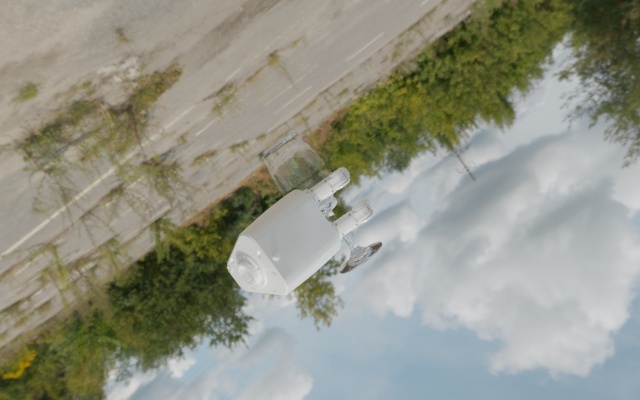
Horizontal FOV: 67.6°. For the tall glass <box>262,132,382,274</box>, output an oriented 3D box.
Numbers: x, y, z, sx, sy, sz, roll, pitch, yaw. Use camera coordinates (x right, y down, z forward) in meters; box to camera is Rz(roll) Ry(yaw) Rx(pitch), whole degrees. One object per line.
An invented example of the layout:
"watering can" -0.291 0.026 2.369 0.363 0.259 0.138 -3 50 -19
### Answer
"tall glass" 0.001 0.003 0.678 0.079 0.201 0.079 -36 4 3
